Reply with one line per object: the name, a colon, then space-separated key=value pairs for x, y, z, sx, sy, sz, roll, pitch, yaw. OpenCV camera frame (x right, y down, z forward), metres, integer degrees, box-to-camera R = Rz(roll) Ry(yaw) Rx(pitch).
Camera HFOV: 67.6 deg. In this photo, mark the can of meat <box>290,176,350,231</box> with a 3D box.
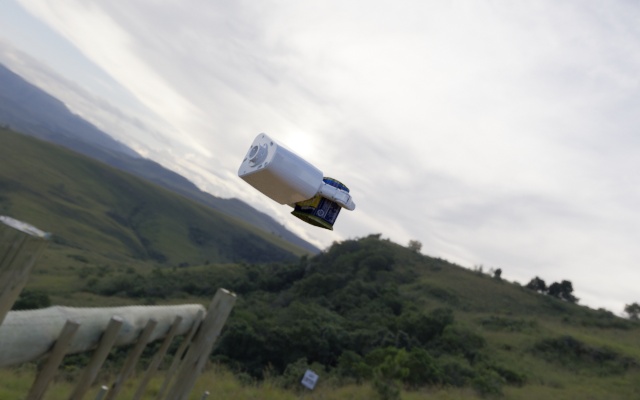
can of meat: x=0.000 y=0.003 z=0.888 sx=0.057 sy=0.084 sz=0.102 roll=31 pitch=-11 yaw=-29
